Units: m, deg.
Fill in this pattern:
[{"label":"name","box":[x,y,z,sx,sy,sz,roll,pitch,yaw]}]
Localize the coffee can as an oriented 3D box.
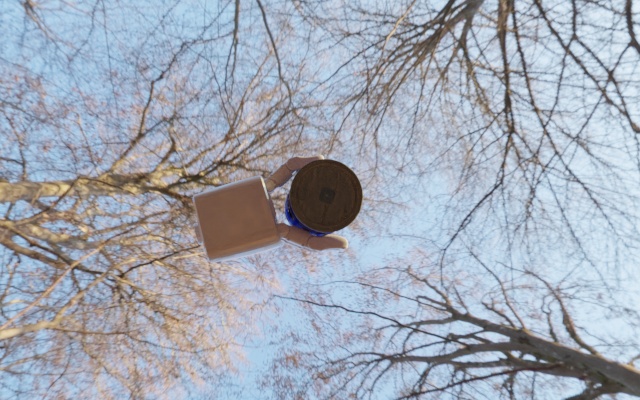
[{"label":"coffee can","box":[0.000,0.002,0.723,0.103,0.103,0.140,0,-8,-7]}]
